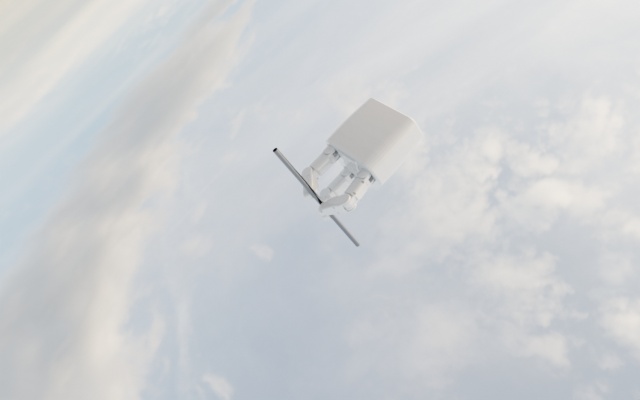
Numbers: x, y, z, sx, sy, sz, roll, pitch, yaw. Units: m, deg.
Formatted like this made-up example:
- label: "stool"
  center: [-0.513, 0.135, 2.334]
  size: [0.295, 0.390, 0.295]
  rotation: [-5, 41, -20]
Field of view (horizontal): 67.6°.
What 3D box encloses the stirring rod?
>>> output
- label: "stirring rod"
  center: [0.000, 0.002, 0.730]
  size: [0.011, 0.011, 0.240]
  rotation: [0, -37, 41]
